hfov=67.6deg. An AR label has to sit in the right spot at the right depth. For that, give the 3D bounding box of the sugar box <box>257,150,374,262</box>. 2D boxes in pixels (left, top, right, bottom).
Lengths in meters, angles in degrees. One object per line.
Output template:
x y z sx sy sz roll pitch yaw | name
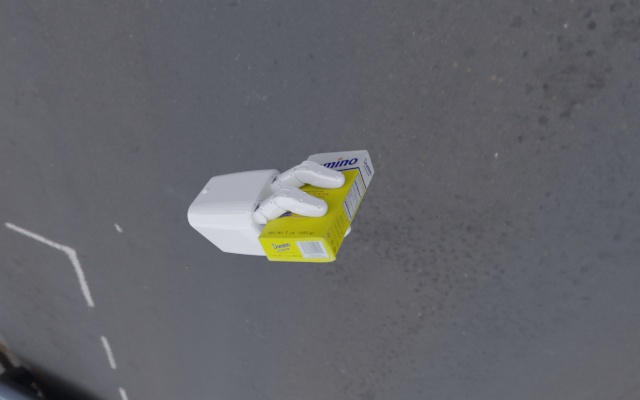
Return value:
0.000 0.002 0.616 0.093 0.048 0.176 -2 41 27 | sugar box
